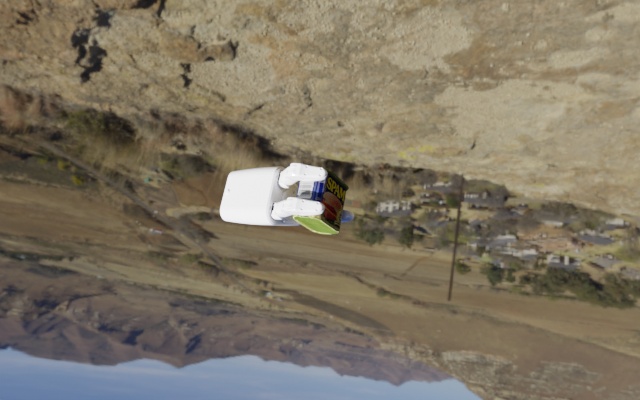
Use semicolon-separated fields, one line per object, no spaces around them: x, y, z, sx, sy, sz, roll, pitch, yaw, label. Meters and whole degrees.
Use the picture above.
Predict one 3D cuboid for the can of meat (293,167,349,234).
0.000;0.003;0.781;0.057;0.084;0.102;1;-19;28;can of meat
